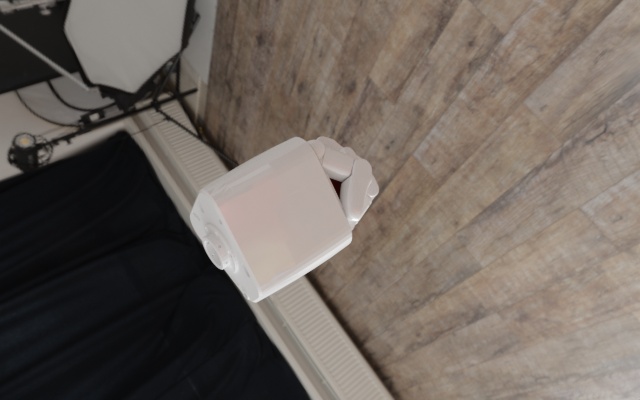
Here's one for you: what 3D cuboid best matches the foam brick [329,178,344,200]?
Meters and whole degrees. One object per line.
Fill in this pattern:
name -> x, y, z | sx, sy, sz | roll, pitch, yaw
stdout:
foam brick -> 0.000, 0.002, 0.521 | 0.051, 0.053, 0.078 | -33, -5, -29
